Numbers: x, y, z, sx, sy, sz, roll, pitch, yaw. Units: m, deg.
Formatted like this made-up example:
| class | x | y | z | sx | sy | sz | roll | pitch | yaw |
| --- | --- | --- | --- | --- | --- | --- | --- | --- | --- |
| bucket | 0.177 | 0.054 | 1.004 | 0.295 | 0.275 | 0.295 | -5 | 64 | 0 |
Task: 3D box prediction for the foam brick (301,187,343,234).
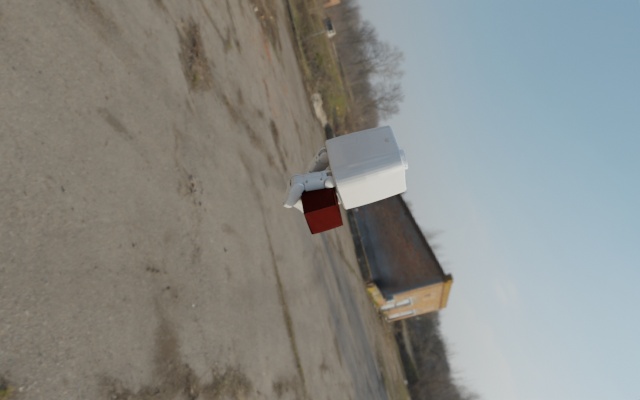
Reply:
| class | x | y | z | sx | sy | sz | roll | pitch | yaw |
| --- | --- | --- | --- | --- | --- | --- | --- | --- | --- |
| foam brick | 0.000 | 0.003 | 0.740 | 0.051 | 0.078 | 0.053 | -15 | -43 | 5 |
